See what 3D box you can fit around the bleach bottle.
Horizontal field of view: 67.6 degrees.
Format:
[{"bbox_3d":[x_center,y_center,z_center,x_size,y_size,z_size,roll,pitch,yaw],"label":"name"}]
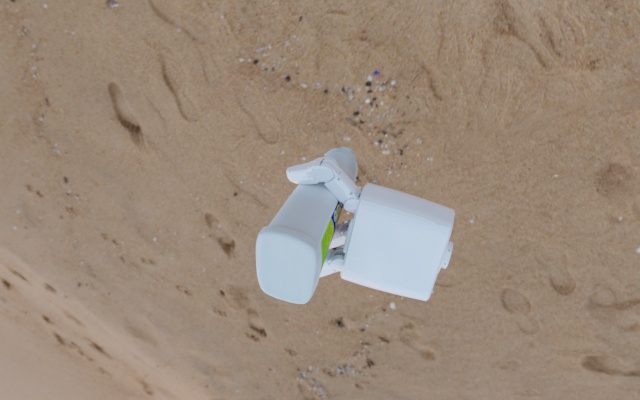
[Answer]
[{"bbox_3d":[0.000,0.002,0.586,0.068,0.103,0.250,15,40,11],"label":"bleach bottle"}]
